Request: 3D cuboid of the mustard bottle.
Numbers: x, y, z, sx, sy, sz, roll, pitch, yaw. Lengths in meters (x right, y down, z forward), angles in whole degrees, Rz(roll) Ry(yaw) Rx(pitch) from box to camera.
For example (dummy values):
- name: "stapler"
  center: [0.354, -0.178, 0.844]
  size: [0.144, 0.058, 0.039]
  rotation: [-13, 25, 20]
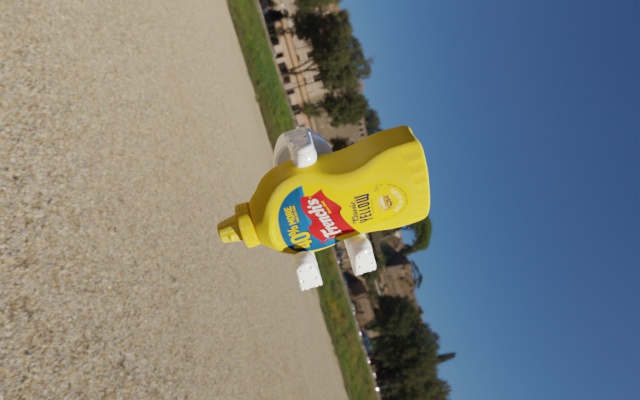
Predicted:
- name: "mustard bottle"
  center: [0.000, 0.002, 0.436]
  size: [0.191, 0.096, 0.058]
  rotation: [-17, 43, -1]
